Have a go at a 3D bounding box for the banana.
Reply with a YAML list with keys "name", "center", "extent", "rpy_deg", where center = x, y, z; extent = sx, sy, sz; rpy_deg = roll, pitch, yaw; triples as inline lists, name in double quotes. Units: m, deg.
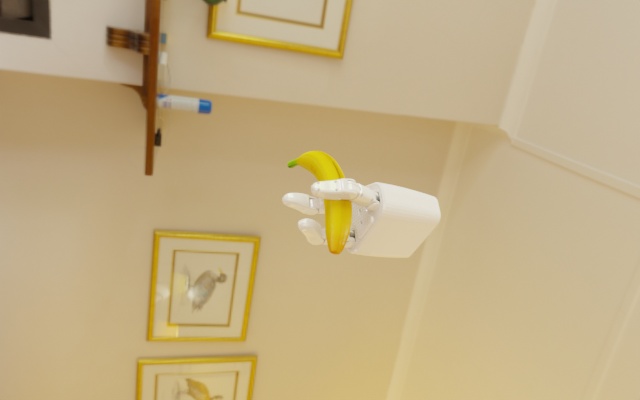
- name: "banana"
  center: [0.009, -0.013, 0.672]
  extent: [0.037, 0.070, 0.197]
  rpy_deg: [18, 31, -36]
